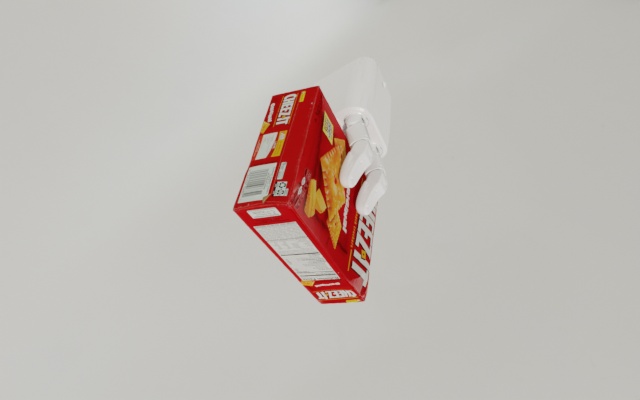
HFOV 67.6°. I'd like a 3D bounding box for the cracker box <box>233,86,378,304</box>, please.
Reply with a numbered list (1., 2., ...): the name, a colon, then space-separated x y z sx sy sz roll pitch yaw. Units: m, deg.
1. cracker box: 0.000 0.002 0.564 0.072 0.164 0.214 -7 -39 26
